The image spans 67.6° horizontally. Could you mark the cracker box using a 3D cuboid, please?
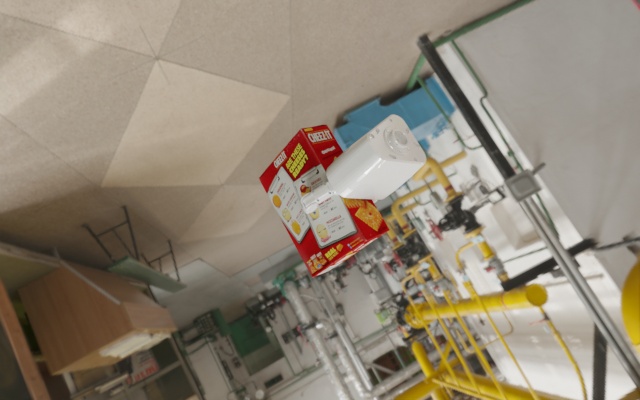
[{"bbox_3d":[0.000,0.003,0.831,0.072,0.213,0.164,-18,-17,-42],"label":"cracker box"}]
